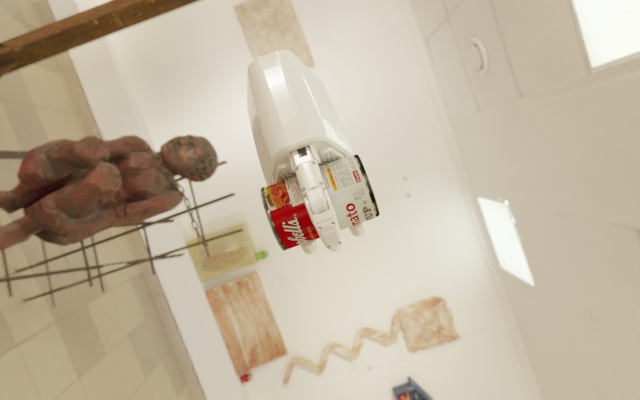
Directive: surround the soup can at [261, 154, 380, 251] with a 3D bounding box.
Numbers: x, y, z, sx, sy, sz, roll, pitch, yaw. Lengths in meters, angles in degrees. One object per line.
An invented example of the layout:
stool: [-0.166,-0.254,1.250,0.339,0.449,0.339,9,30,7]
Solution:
soup can: [0.000,0.002,0.477,0.102,0.068,0.068,-20,-1,2]
